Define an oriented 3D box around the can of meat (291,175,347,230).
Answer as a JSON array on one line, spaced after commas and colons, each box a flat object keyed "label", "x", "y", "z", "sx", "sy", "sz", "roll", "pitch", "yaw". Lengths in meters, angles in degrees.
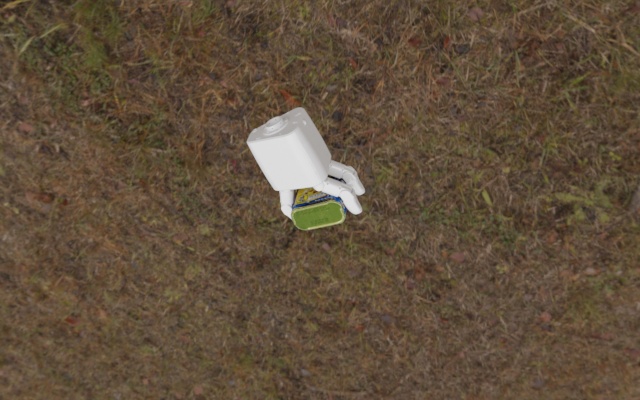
[{"label": "can of meat", "x": 0.000, "y": 0.003, "z": 0.866, "sx": 0.102, "sy": 0.057, "sz": 0.084, "roll": -13, "pitch": 35, "yaw": 19}]
